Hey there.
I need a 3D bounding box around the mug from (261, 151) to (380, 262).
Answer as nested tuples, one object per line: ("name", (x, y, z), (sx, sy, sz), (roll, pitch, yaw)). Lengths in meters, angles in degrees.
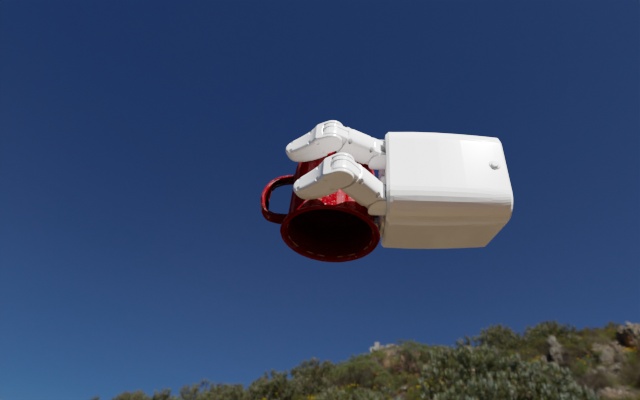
("mug", (-0.001, 0.001, 0.469), (0.117, 0.081, 0.093), (3, -38, 4))
